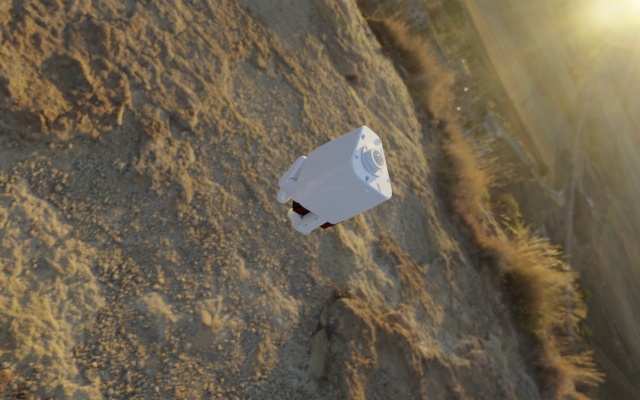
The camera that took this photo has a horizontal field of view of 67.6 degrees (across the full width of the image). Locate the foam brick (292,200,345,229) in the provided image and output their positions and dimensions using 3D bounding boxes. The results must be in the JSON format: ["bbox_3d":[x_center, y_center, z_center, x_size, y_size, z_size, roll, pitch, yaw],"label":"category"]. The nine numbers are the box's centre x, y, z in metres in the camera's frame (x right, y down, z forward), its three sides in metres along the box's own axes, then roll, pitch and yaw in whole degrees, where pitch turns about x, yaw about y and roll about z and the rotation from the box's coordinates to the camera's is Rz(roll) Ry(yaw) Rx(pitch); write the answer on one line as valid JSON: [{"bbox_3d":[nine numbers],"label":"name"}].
[{"bbox_3d":[0.000,0.003,0.767,0.051,0.053,0.078,-25,-42,36],"label":"foam brick"}]
